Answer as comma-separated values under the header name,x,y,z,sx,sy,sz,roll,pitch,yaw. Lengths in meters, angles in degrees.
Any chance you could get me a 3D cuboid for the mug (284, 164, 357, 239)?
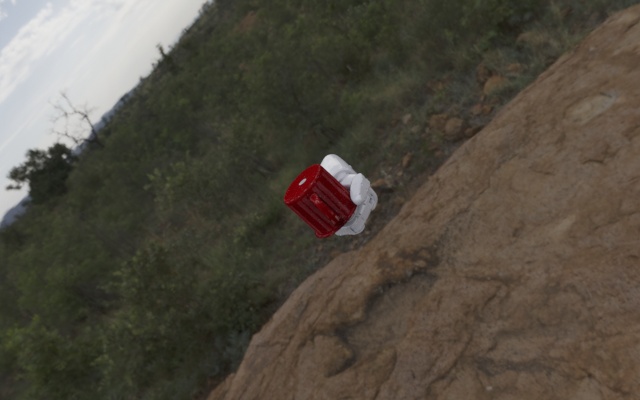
name,x,y,z,sx,sy,sz,roll,pitch,yaw
mug,0.000,0.003,0.729,0.081,0.093,0.117,43,8,-21
